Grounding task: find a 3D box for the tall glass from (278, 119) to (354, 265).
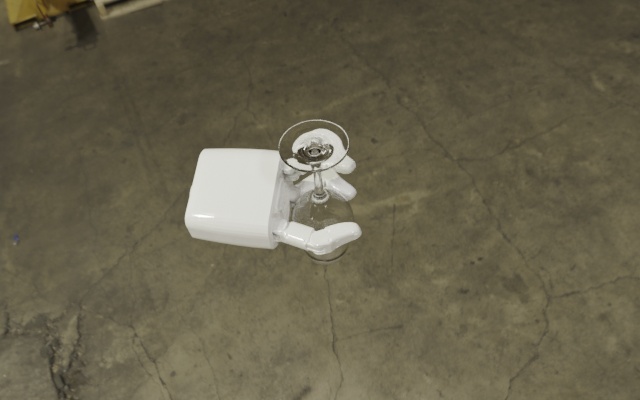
[{"bbox_3d":[0.000,0.002,0.572,0.079,0.079,0.201,0,-37,6],"label":"tall glass"}]
